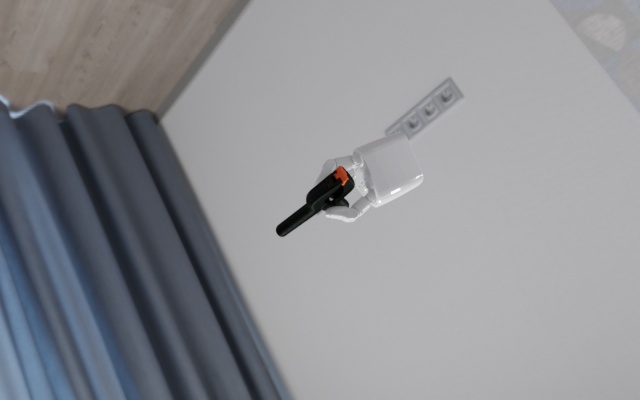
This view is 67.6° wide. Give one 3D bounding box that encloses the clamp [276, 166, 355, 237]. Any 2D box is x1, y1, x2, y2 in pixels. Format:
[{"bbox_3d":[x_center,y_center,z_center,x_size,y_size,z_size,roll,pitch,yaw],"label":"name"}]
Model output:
[{"bbox_3d":[0.001,0.003,0.869,0.164,0.036,0.210,-25,-16,-18],"label":"clamp"}]
